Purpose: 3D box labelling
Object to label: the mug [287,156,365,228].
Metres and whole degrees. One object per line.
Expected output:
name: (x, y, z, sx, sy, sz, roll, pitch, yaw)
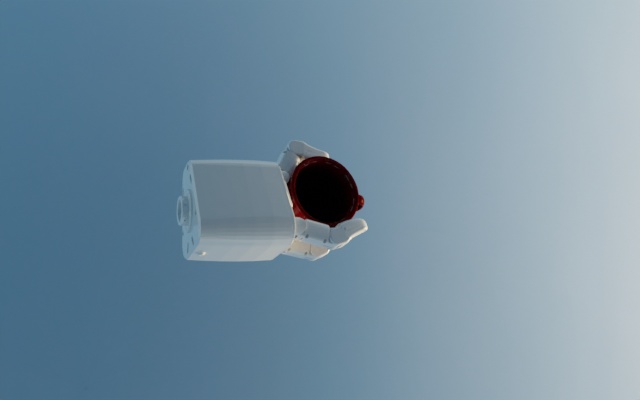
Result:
mug: (0.001, 0.002, 0.620, 0.117, 0.093, 0.081, 3, -21, -27)
